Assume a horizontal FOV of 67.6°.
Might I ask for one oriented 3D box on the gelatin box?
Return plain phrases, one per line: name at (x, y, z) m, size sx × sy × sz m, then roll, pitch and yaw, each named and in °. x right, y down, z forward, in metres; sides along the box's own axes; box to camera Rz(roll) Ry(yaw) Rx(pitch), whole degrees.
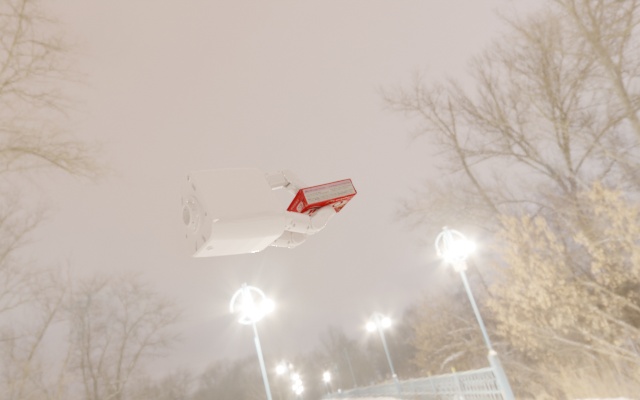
gelatin box at (0.000, 0.002, 0.720) m, size 0.089 × 0.030 × 0.073 m, roll -14°, pitch -18°, yaw -27°
